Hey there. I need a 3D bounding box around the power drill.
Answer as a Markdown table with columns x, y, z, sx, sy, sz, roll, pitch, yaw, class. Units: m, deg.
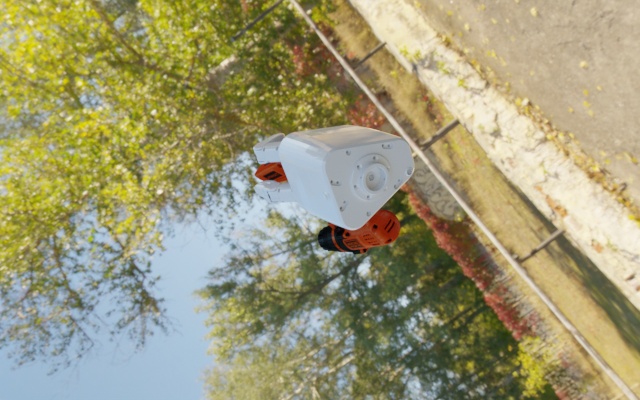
| x | y | z | sx | sy | sz | roll | pitch | yaw | class |
| --- | --- | --- | --- | --- | --- | --- | --- | --- | --- |
| 0.000 | 0.002 | 0.668 | 0.188 | 0.057 | 0.184 | 42 | -27 | -15 | power drill |
